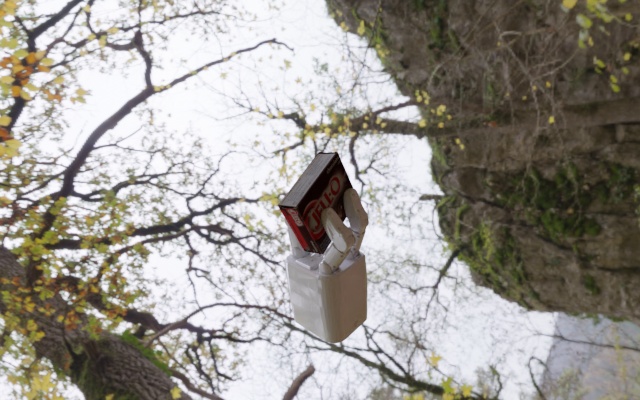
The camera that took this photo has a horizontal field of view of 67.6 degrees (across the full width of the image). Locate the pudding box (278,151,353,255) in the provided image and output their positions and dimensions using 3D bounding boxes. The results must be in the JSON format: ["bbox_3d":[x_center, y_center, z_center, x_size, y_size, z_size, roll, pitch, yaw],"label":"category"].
[{"bbox_3d":[0.000,0.002,0.650,0.039,0.090,0.113,6,48,35],"label":"pudding box"}]
